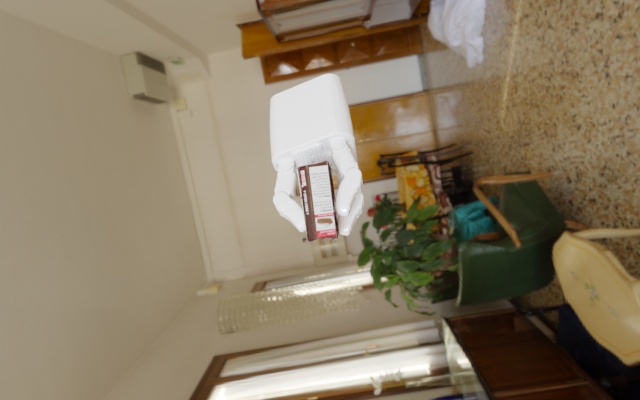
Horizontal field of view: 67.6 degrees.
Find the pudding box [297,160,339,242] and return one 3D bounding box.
[{"bbox_3d":[0.000,0.002,0.584,0.039,0.090,0.113,-8,-1,5],"label":"pudding box"}]
